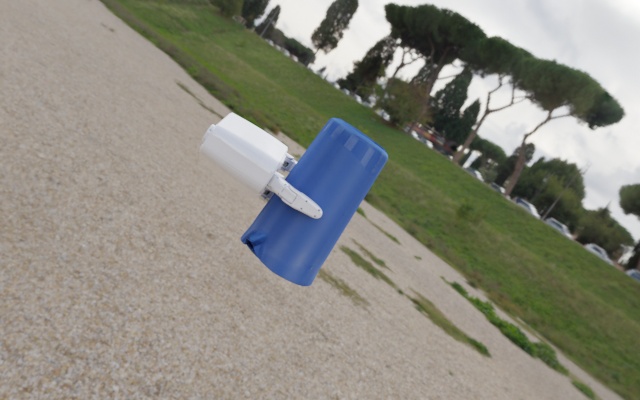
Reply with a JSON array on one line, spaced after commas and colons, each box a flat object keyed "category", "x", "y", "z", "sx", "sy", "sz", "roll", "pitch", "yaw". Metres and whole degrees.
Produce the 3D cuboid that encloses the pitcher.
[{"category": "pitcher", "x": 0.000, "y": 0.002, "z": 0.745, "sx": 0.145, "sy": 0.243, "sz": 0.149, "roll": 34, "pitch": 6, "yaw": -9}]
